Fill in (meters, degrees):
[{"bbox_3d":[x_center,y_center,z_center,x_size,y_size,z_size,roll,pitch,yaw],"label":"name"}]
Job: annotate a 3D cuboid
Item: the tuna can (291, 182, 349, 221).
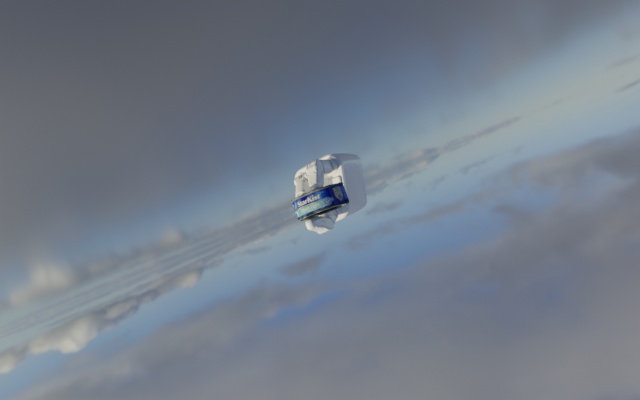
[{"bbox_3d":[0.000,0.003,0.734,0.086,0.033,0.086,-20,-5,-2],"label":"tuna can"}]
